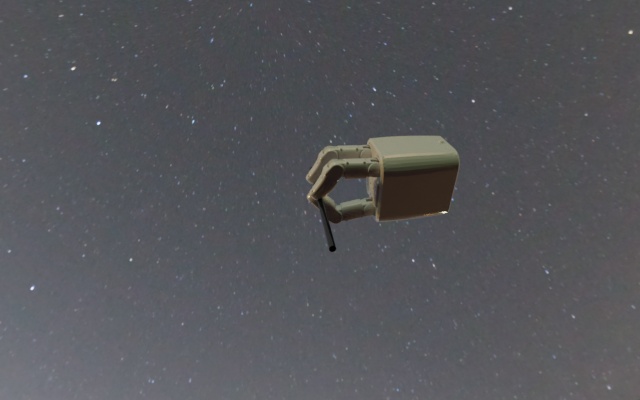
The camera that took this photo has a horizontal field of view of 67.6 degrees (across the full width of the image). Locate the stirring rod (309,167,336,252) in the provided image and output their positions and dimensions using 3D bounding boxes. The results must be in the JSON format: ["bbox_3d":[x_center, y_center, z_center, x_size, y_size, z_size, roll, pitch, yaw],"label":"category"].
[{"bbox_3d":[0.000,0.002,0.626,0.011,0.011,0.239,0,25,-7],"label":"stirring rod"}]
